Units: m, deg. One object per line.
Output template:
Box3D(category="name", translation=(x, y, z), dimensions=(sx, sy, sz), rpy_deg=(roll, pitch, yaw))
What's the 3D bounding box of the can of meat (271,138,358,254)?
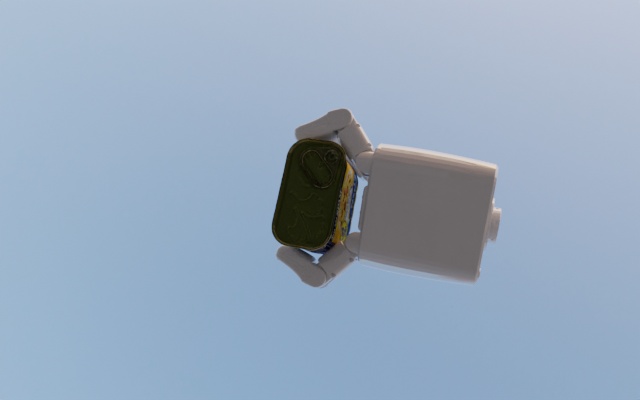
Box3D(category="can of meat", translation=(0.000, 0.002, 0.468), dimensions=(0.057, 0.102, 0.084), rpy_deg=(8, -10, 17))
